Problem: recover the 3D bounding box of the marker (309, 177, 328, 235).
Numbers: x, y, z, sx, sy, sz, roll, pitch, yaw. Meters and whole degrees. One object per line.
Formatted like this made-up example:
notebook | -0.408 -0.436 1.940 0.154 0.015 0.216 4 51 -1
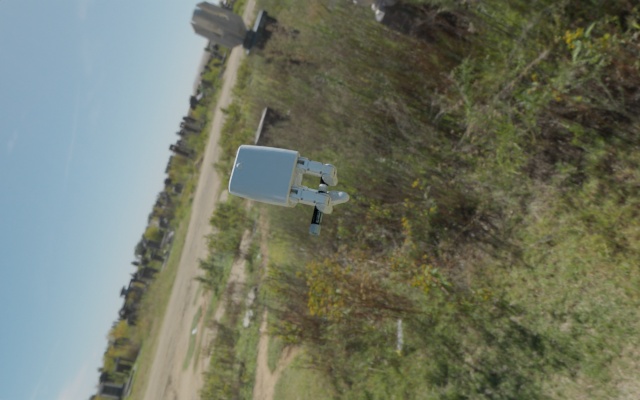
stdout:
marker | 0.000 0.003 0.862 0.020 0.121 0.020 10 -19 4
